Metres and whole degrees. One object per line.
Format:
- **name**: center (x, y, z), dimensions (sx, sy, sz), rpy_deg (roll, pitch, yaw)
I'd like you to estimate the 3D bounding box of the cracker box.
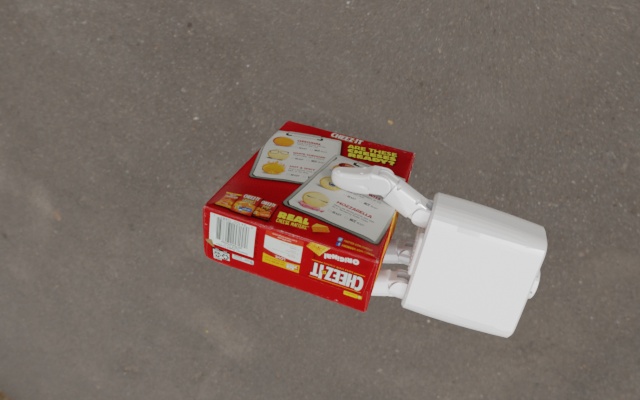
- **cracker box**: center (0.000, 0.002, 0.506), dimensions (0.164, 0.072, 0.213), rpy_deg (16, 34, 10)
